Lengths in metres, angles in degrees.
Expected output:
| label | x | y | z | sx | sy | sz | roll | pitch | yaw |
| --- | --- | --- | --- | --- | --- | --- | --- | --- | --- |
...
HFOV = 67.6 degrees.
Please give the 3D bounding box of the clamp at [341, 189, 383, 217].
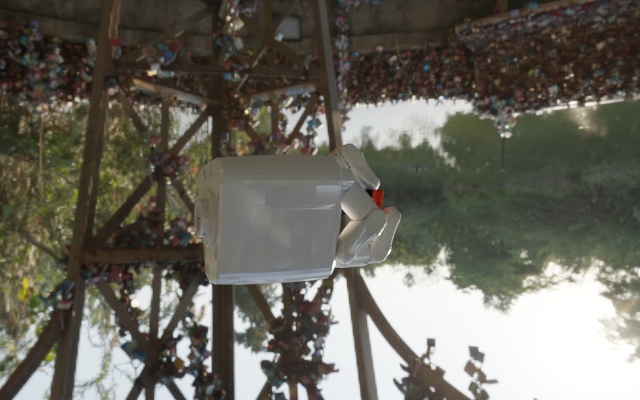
| label | x | y | z | sx | sy | sz | roll | pitch | yaw |
| --- | --- | --- | --- | --- | --- | --- | --- | --- | --- |
| clamp | 0.000 | 0.002 | 0.532 | 0.120 | 0.039 | 0.171 | -2 | -2 | -25 |
